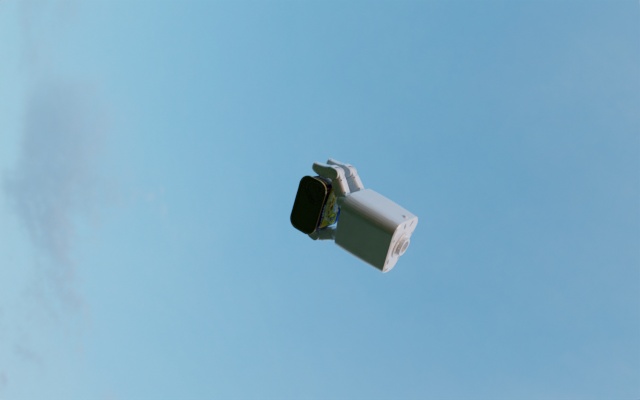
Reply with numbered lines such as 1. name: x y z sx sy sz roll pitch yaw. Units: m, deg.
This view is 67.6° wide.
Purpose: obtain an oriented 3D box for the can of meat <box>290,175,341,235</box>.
1. can of meat: 0.000 0.003 0.859 0.057 0.102 0.084 27 22 28
